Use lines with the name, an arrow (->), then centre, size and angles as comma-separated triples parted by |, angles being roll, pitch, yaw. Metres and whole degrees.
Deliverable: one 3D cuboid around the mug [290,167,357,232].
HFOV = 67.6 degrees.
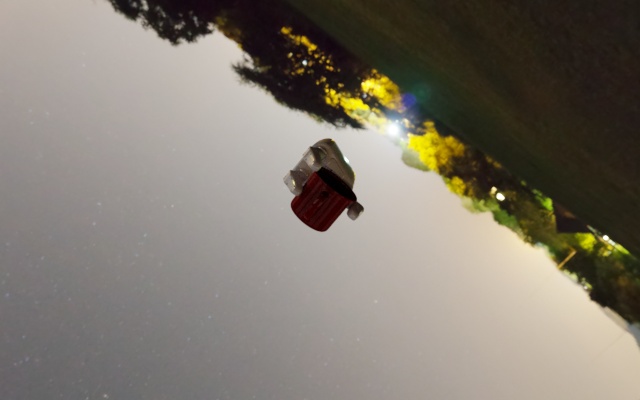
mug -> 0.000, 0.003, 0.811 | 0.093, 0.081, 0.117 | 39, 17, 0
